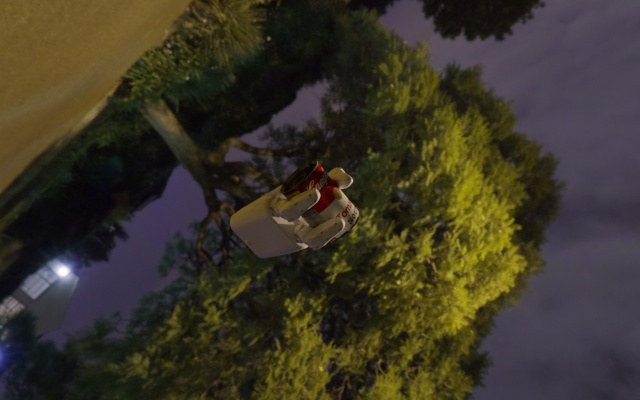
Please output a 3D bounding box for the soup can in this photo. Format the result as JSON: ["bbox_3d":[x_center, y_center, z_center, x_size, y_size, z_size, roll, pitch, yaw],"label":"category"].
[{"bbox_3d":[0.001,0.002,0.683,0.068,0.102,0.068,-36,19,14],"label":"soup can"}]
